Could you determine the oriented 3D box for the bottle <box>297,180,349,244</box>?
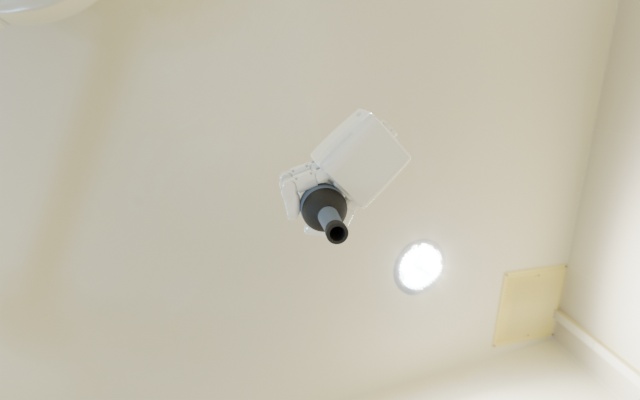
[{"bbox_3d":[0.000,0.002,0.714,0.069,0.069,0.295,0,15,-8],"label":"bottle"}]
